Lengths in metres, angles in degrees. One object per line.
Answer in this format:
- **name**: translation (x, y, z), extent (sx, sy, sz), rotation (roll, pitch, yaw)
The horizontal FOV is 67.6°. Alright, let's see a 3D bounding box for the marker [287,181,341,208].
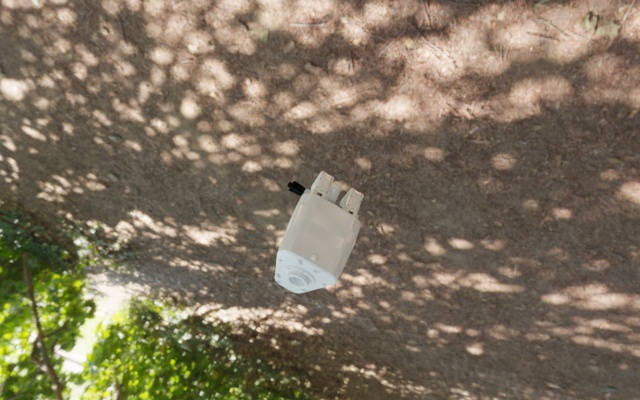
- **marker**: translation (0.000, 0.003, 0.779), extent (0.121, 0.020, 0.020), rotation (30, -4, -7)
